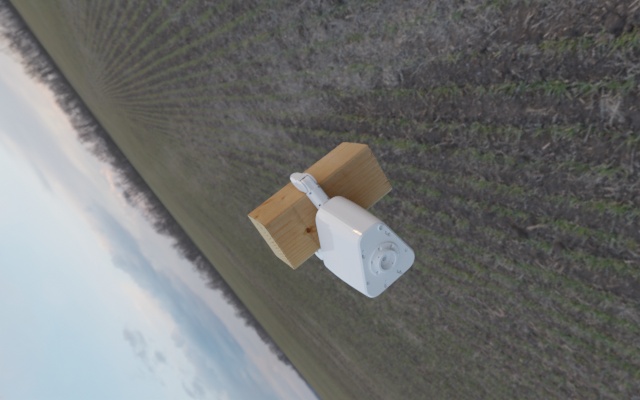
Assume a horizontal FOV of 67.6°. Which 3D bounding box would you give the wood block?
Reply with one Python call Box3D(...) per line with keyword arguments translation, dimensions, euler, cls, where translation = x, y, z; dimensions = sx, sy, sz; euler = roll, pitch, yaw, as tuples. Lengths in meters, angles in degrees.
Box3D(translation=(0.000, 0.002, 0.769), dimensions=(0.206, 0.091, 0.090), euler=(-38, 23, -14), cls="wood block")
